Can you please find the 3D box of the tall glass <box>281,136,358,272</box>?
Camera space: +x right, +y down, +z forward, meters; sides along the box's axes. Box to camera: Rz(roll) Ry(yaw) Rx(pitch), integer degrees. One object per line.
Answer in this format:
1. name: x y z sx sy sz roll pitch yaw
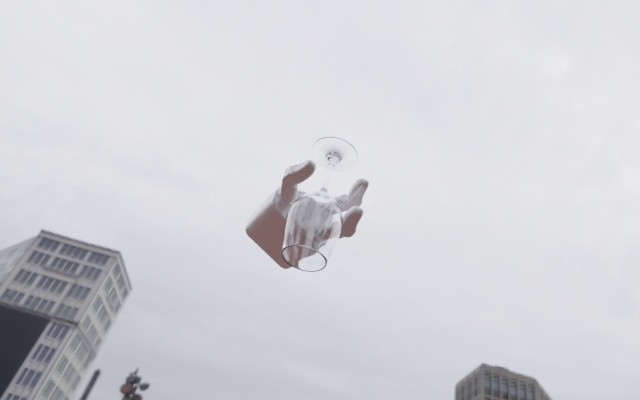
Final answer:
1. tall glass: 0.000 0.002 0.687 0.079 0.201 0.079 10 -39 8
